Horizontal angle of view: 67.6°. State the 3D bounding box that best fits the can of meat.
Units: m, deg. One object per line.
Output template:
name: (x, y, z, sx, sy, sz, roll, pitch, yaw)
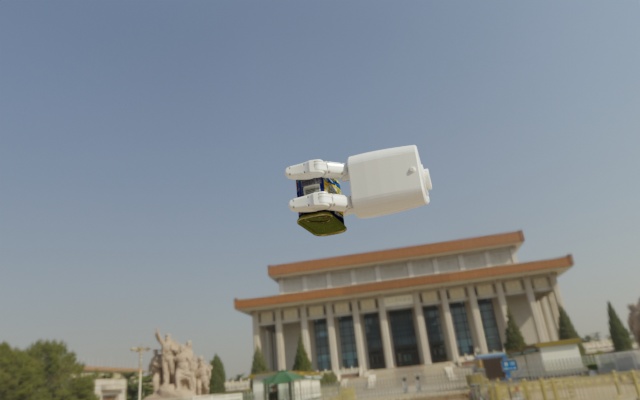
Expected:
can of meat: (0.000, 0.002, 0.762, 0.057, 0.084, 0.102, -12, -22, 18)
